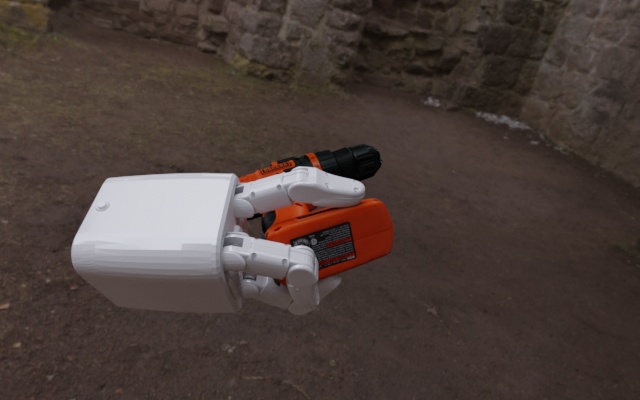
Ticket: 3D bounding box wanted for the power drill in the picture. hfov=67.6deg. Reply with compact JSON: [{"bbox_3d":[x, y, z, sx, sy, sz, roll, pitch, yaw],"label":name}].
[{"bbox_3d":[0.000,0.002,0.465,0.184,0.057,0.187,-19,23,-9],"label":"power drill"}]
